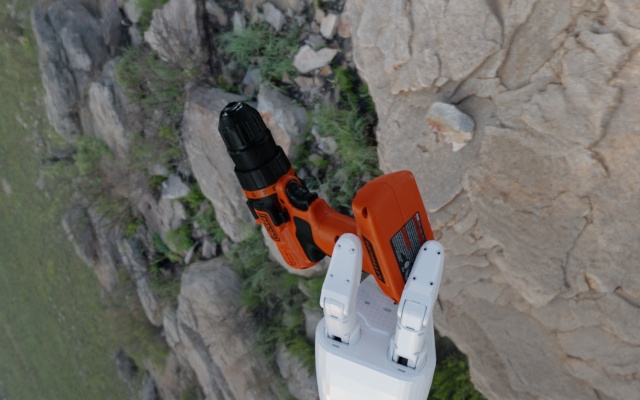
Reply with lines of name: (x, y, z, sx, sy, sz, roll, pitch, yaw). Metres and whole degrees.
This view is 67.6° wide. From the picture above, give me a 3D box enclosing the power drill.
power drill: (0.000, 0.002, 0.407, 0.057, 0.184, 0.187, -42, 35, -25)
